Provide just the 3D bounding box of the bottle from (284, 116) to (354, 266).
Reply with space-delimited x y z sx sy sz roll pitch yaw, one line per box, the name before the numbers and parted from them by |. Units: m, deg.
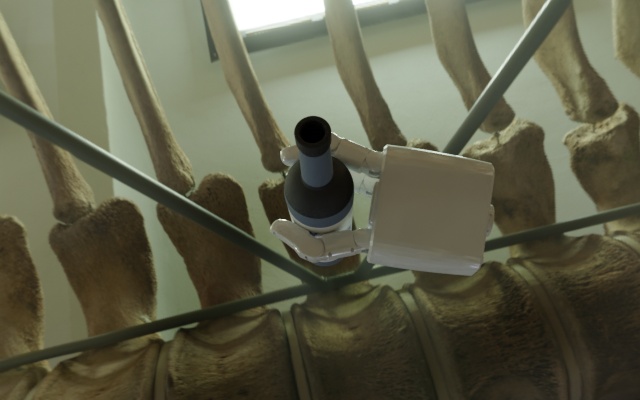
bottle | 0.000 0.002 0.484 0.069 0.069 0.296 0 -21 2
